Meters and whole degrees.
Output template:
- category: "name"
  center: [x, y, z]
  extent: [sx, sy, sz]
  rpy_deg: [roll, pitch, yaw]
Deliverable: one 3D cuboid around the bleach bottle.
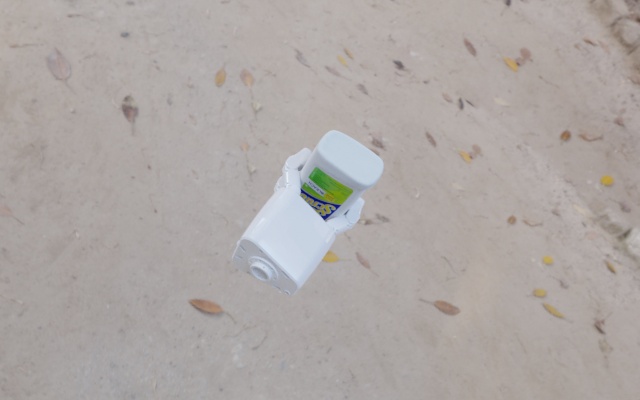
- category: "bleach bottle"
  center: [0.000, 0.002, 0.762]
  extent: [0.102, 0.068, 0.251]
  rpy_deg: [34, -39, 1]
